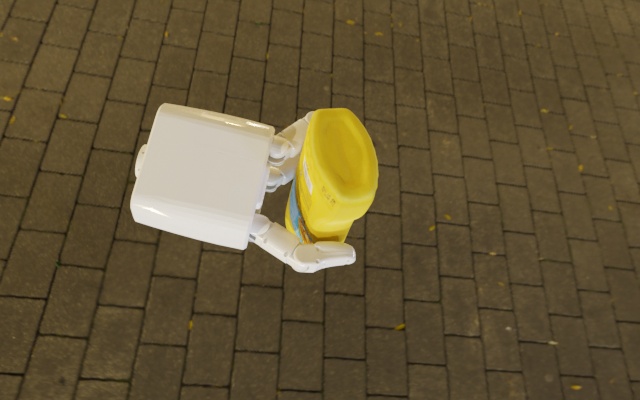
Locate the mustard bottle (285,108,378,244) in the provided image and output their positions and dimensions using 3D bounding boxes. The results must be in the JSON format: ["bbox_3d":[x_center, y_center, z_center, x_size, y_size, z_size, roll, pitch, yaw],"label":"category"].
[{"bbox_3d":[0.000,0.001,0.476,0.058,0.096,0.192,-8,-25,-17],"label":"mustard bottle"}]
